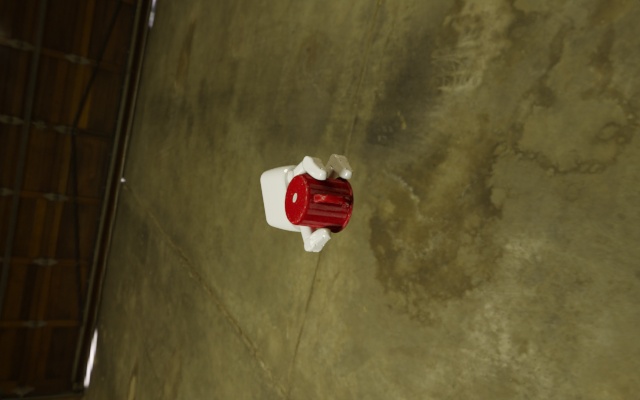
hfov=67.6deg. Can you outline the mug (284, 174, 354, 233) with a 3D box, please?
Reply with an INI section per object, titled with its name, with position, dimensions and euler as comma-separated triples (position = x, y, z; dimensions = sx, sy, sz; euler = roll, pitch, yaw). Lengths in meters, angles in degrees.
[mug]
position = 0.001, 0.003, 0.754
dimensions = 0.081, 0.093, 0.117
euler = 8, -5, -30
